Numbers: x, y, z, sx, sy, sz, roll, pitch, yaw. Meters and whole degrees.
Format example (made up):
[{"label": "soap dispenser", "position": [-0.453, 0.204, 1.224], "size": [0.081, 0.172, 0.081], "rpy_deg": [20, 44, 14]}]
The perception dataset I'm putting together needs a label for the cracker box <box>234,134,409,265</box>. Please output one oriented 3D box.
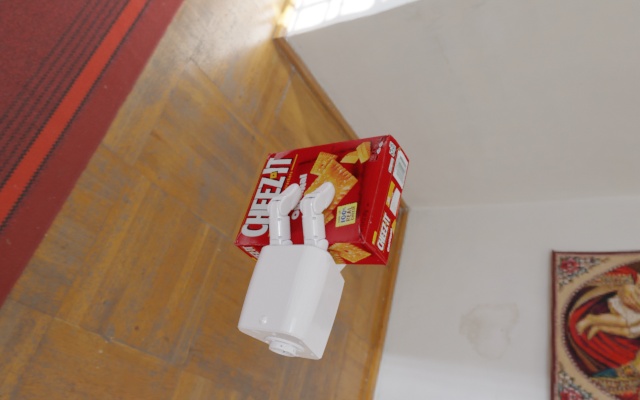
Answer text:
[{"label": "cracker box", "position": [0.000, 0.002, 0.657], "size": [0.214, 0.164, 0.072], "rpy_deg": [-4, -35, 35]}]
